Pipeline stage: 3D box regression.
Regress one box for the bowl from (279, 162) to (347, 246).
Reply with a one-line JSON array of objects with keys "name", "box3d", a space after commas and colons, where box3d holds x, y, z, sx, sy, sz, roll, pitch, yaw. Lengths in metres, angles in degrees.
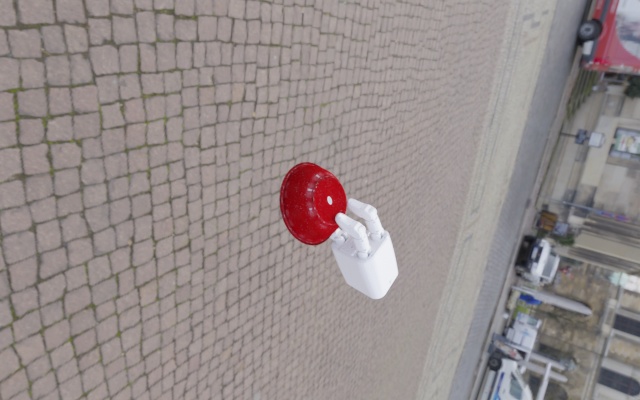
[{"name": "bowl", "box3d": [0.000, 0.002, 0.899, 0.055, 0.162, 0.162, -9, -6, 44]}]
